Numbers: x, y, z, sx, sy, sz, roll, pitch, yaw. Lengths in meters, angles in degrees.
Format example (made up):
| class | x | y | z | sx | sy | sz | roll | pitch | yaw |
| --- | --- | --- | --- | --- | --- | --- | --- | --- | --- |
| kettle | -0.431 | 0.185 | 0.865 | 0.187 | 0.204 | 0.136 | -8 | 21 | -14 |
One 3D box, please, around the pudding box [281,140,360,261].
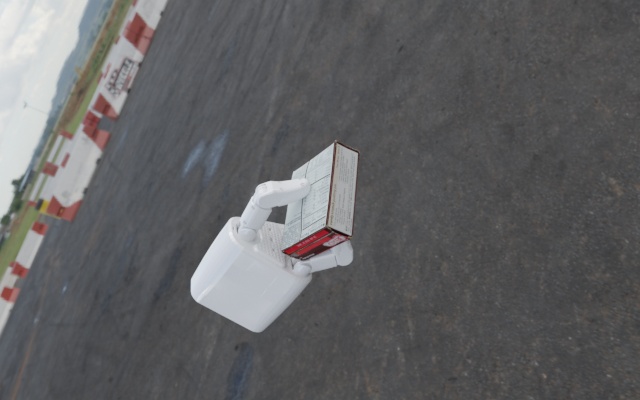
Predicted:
| class | x | y | z | sx | sy | sz | roll | pitch | yaw |
| --- | --- | --- | --- | --- | --- | --- | --- | --- | --- |
| pudding box | 0.000 | 0.002 | 0.533 | 0.039 | 0.113 | 0.090 | 23 | -34 | -29 |
